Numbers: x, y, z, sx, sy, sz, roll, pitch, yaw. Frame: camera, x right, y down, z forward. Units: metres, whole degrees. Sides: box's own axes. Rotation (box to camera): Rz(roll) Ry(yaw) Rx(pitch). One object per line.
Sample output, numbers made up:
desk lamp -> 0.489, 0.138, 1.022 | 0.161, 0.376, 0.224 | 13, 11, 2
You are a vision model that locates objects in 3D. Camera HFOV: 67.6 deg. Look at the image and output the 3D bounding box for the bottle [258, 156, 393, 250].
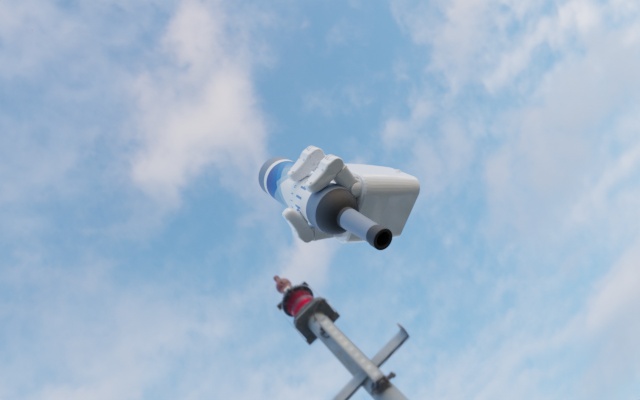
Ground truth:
bottle -> 0.000, 0.002, 0.671 | 0.069, 0.069, 0.295 | 0, 17, -31
